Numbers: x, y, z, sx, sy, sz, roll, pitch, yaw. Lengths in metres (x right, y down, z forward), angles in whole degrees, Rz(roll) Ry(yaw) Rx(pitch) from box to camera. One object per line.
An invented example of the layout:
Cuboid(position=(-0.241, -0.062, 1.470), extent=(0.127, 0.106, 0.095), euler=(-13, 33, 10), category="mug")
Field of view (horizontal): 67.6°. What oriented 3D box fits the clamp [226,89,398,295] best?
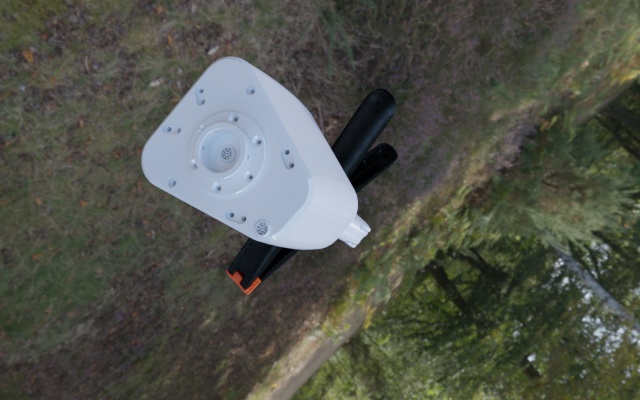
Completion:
Cuboid(position=(0.000, 0.002, 0.443), extent=(0.036, 0.210, 0.164), euler=(44, 7, 14), category="clamp")
